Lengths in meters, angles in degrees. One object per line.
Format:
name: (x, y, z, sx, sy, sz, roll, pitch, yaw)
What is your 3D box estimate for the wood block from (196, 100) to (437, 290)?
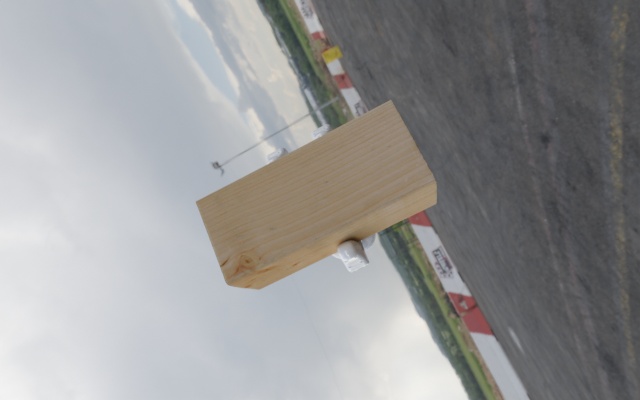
wood block: (0.000, 0.002, 0.469, 0.206, 0.090, 0.090, -27, -18, 6)
